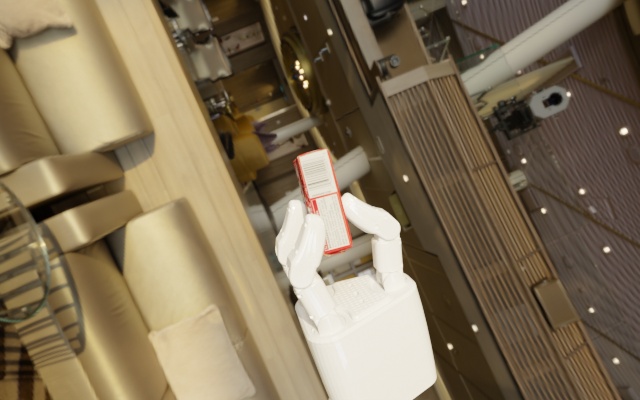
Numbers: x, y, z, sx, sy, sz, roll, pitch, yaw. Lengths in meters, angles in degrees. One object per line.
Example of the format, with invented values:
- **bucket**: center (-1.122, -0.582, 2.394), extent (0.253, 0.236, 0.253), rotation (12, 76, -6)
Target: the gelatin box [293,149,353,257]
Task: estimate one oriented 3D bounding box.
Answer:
- **gelatin box**: center (0.000, 0.001, 0.432), extent (0.030, 0.089, 0.073), rotation (-15, 3, -5)
